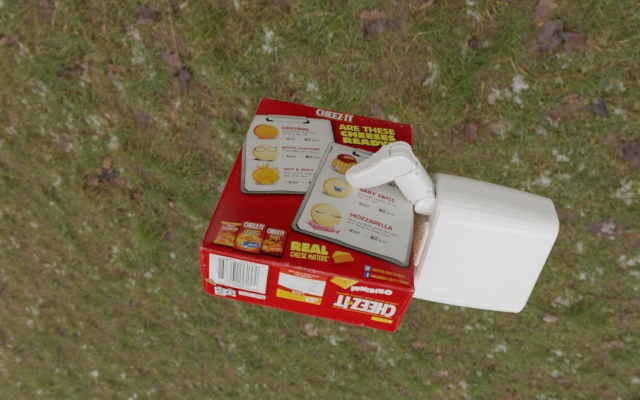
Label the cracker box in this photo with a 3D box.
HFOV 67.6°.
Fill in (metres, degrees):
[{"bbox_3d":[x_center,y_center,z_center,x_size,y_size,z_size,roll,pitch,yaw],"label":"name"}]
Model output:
[{"bbox_3d":[0.000,0.001,0.444,0.164,0.072,0.213,11,43,0],"label":"cracker box"}]
